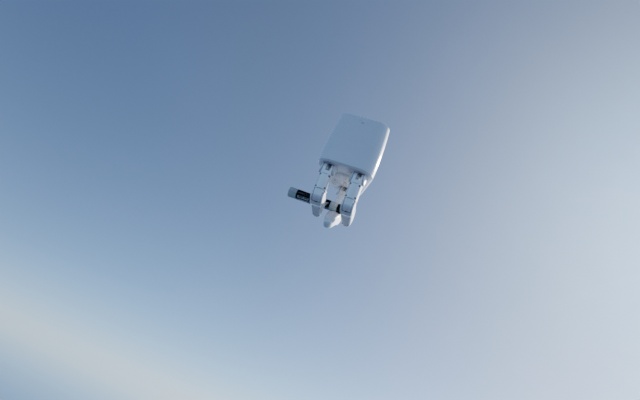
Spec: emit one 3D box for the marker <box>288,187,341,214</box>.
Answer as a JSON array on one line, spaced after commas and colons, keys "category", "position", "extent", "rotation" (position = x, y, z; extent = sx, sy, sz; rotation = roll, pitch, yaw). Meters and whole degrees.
[{"category": "marker", "position": [0.000, 0.003, 0.844], "extent": [0.121, 0.020, 0.020], "rotation": [19, 4, 13]}]
